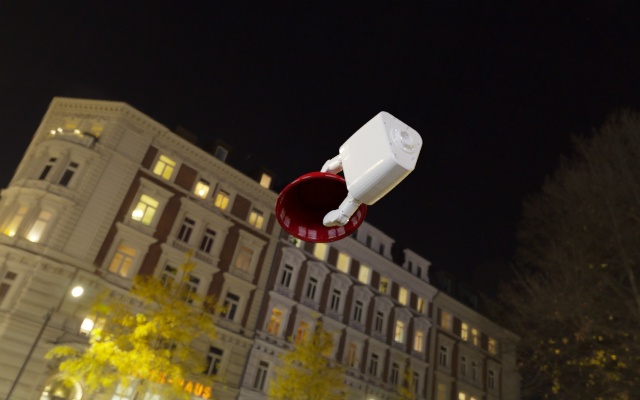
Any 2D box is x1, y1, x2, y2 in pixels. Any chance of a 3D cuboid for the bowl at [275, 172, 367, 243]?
[{"bbox_3d":[-0.001,0.003,0.863,0.162,0.162,0.055,0,41,-2],"label":"bowl"}]
